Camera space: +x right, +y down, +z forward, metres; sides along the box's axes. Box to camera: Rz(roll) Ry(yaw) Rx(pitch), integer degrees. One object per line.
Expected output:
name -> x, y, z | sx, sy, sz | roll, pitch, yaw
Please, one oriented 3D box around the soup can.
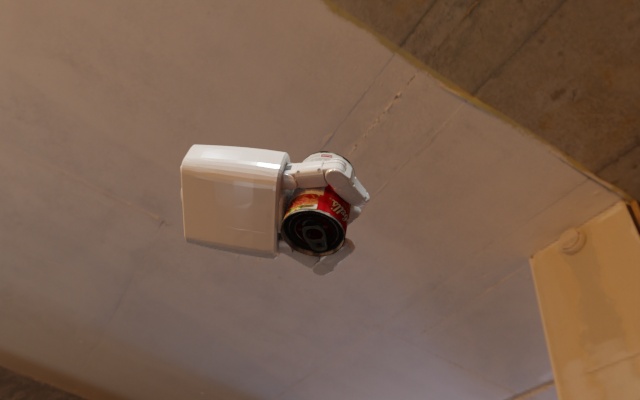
soup can -> 0.001, 0.002, 0.525 | 0.068, 0.069, 0.102 | 0, 41, 13
